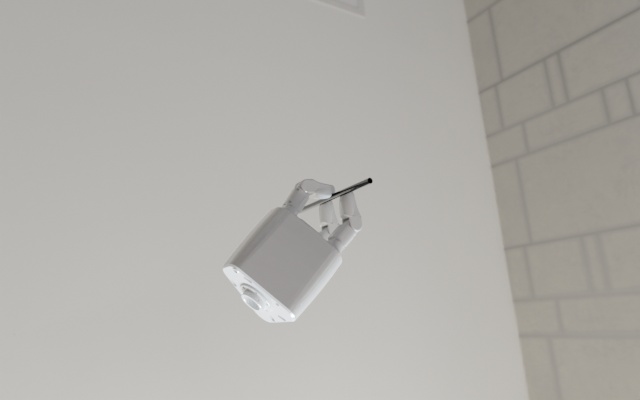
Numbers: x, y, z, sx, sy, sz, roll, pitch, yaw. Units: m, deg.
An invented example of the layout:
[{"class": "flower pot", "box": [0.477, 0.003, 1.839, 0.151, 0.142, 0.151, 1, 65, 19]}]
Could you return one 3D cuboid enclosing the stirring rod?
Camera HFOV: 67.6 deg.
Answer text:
[{"class": "stirring rod", "box": [0.000, 0.002, 0.706, 0.011, 0.011, 0.239, 0, -13, -33]}]
